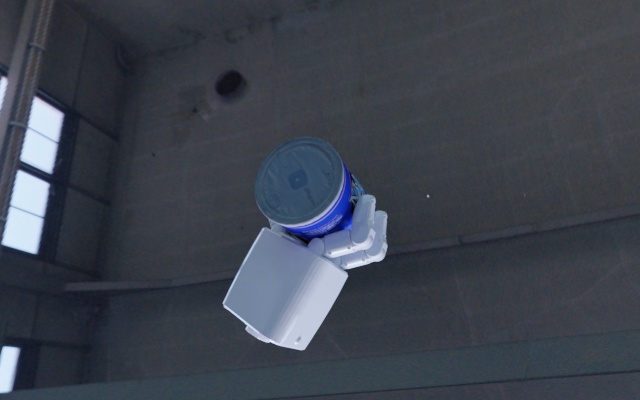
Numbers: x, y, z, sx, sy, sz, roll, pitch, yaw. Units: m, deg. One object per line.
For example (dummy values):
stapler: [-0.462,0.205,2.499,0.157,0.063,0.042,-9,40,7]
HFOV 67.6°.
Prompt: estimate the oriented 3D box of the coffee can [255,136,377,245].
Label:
coffee can: [0.000,0.002,0.566,0.103,0.102,0.140,0,-21,23]
